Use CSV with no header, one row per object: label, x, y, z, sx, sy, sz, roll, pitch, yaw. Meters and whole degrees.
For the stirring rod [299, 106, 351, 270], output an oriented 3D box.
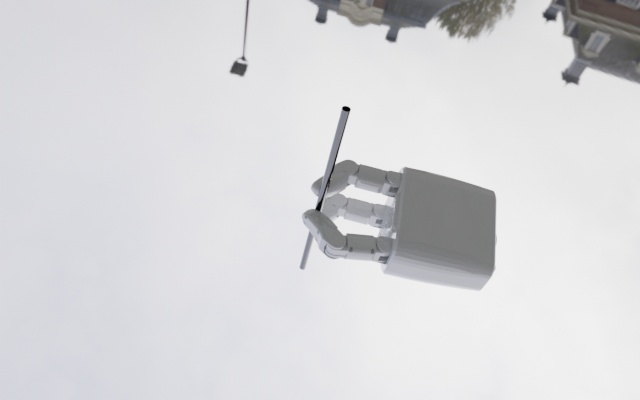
stirring rod,0.000,0.002,0.492,0.011,0.011,0.240,0,-41,-14
